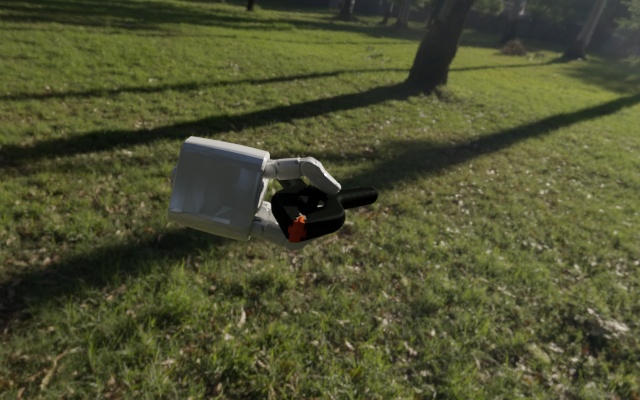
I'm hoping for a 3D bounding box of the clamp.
[{"bbox_3d":[0.000,0.001,0.624,0.164,0.036,0.210,14,22,-2],"label":"clamp"}]
